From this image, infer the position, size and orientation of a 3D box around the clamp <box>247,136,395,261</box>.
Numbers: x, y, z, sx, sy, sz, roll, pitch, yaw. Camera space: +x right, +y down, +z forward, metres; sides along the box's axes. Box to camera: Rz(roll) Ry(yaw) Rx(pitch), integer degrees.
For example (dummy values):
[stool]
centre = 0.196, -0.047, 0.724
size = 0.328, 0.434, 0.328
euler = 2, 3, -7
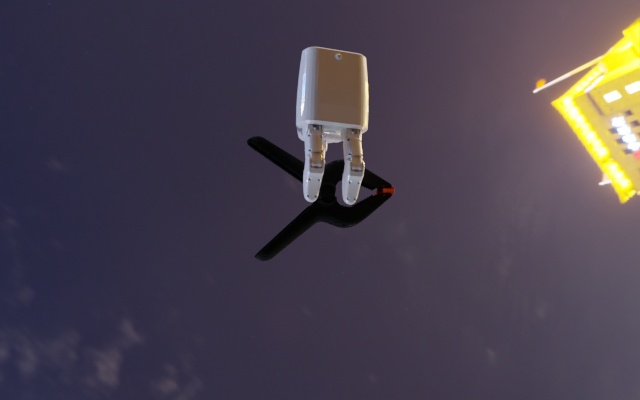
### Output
[clamp]
centre = 0.000, 0.002, 0.656
size = 0.210, 0.164, 0.036
euler = 4, -4, -17
